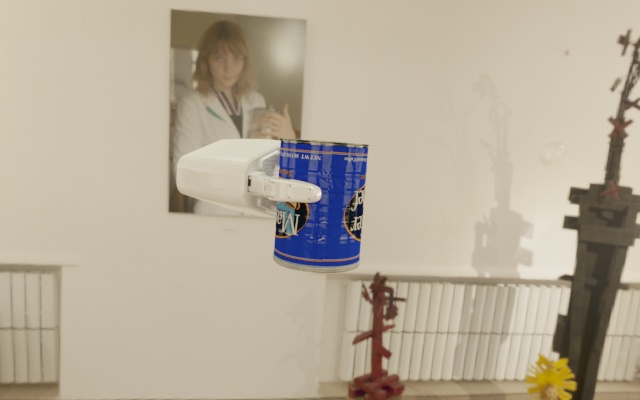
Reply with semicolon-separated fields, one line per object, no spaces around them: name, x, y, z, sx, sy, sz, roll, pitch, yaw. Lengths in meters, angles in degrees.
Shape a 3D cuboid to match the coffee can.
coffee can;0.000;0.002;0.552;0.103;0.140;0.103;4;8;-1
